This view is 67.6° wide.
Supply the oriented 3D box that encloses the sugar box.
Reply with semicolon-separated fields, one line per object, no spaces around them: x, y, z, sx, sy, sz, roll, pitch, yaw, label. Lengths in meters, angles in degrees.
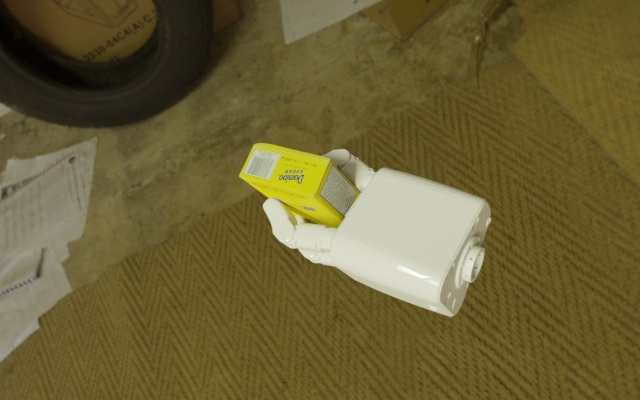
0.000;0.002;0.517;0.093;0.048;0.176;16;-16;31;sugar box
